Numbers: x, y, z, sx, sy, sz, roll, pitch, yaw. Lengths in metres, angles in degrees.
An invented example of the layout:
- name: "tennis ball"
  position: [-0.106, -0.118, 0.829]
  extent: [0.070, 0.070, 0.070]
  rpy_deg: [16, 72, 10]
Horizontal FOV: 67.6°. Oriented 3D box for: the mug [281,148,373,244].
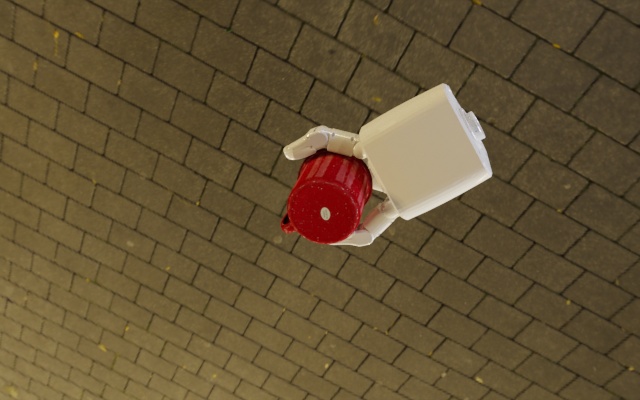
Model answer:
- name: "mug"
  position: [-0.001, 0.002, 0.550]
  extent: [0.117, 0.093, 0.081]
  rpy_deg: [-29, 17, 24]
